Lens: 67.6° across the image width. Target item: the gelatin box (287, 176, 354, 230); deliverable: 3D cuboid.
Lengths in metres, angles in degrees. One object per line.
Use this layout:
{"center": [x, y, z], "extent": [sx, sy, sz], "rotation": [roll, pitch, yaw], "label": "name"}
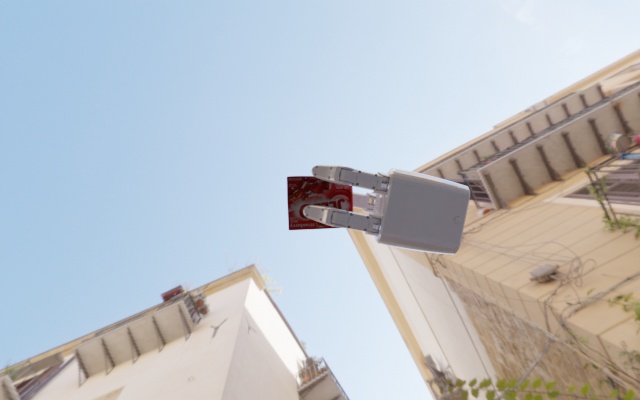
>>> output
{"center": [0.000, 0.002, 0.647], "extent": [0.089, 0.073, 0.030], "rotation": [-2, 1, 3], "label": "gelatin box"}
